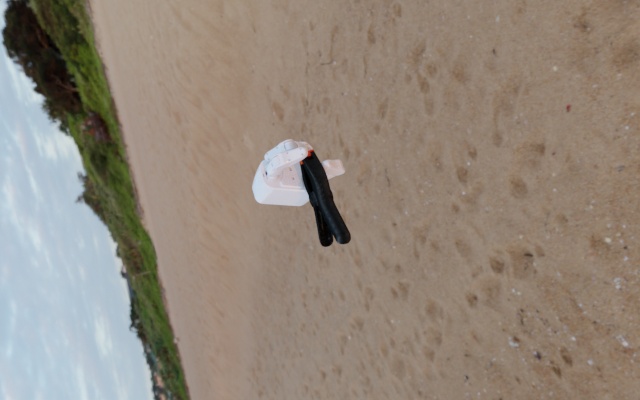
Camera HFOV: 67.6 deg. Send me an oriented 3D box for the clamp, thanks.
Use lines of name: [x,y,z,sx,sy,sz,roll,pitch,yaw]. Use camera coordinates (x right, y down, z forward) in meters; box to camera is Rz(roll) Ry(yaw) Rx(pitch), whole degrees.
clamp: [0.000,0.003,0.805,0.039,0.171,0.120,-14,-13,-22]
